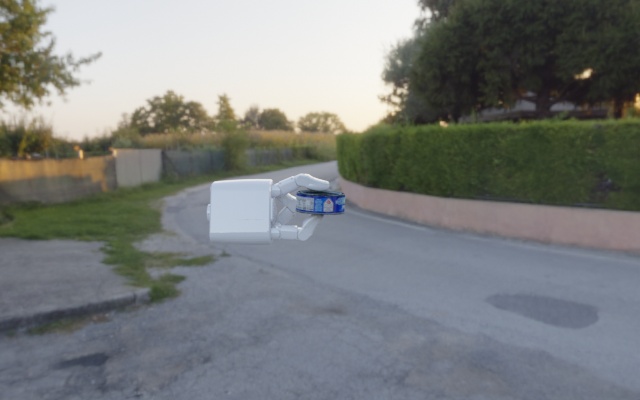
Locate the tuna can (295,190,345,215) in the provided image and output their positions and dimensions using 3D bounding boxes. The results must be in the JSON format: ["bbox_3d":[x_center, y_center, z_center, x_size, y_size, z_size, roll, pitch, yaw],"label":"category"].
[{"bbox_3d":[0.000,0.002,0.823,0.086,0.034,0.086,3,6,0],"label":"tuna can"}]
